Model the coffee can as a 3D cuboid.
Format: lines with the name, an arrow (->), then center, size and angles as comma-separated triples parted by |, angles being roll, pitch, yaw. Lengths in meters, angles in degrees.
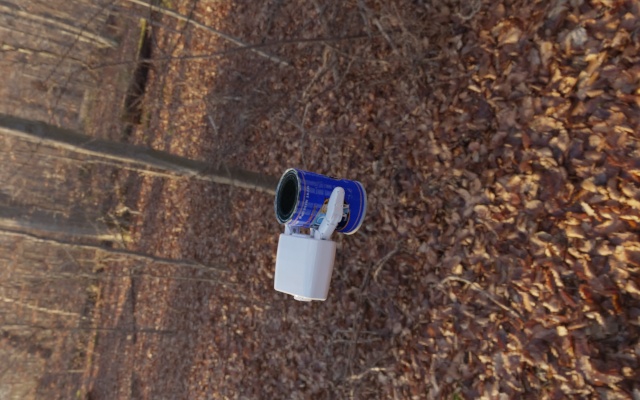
coffee can -> 0.000, 0.003, 0.881 | 0.140, 0.103, 0.103 | 10, -5, -28
